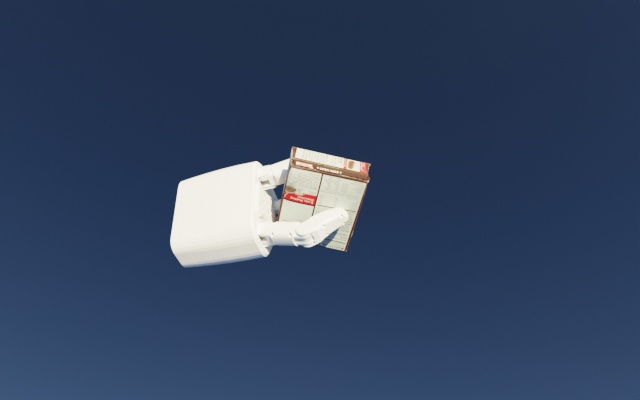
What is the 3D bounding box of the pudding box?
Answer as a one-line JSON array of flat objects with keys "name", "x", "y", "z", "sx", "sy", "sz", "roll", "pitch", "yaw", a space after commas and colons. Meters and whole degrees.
[{"name": "pudding box", "x": 0.000, "y": 0.002, "z": 0.548, "sx": 0.090, "sy": 0.114, "sz": 0.039, "roll": 12, "pitch": 40, "yaw": -4}]
